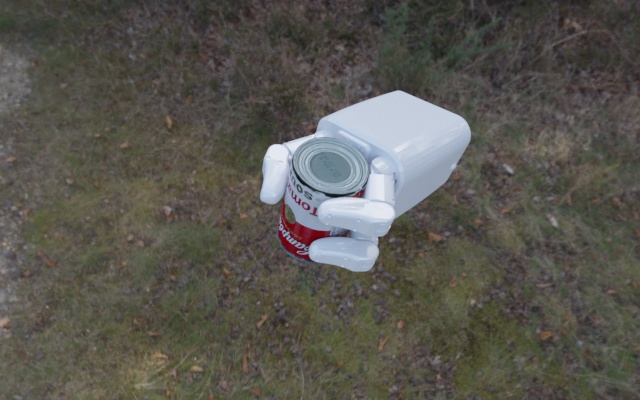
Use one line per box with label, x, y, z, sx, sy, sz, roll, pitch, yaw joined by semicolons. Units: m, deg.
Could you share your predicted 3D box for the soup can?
soup can;0.000;0.001;0.433;0.068;0.068;0.102;0;-38;-14
